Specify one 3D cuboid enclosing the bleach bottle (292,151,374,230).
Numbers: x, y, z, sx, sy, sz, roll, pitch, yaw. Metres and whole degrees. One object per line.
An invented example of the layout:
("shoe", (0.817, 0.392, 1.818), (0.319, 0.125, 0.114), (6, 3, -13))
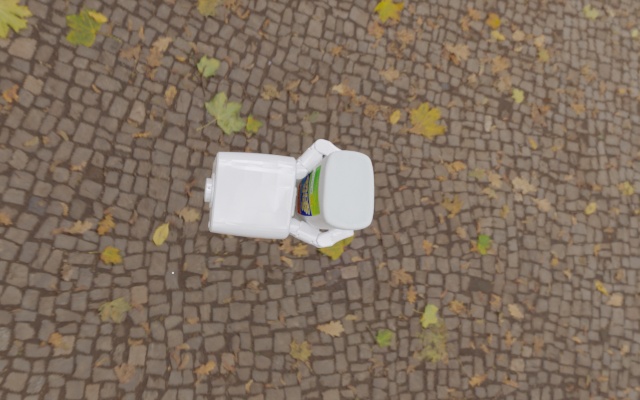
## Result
("bleach bottle", (0.000, 0.002, 0.698), (0.068, 0.102, 0.251), (5, -10, -16))
